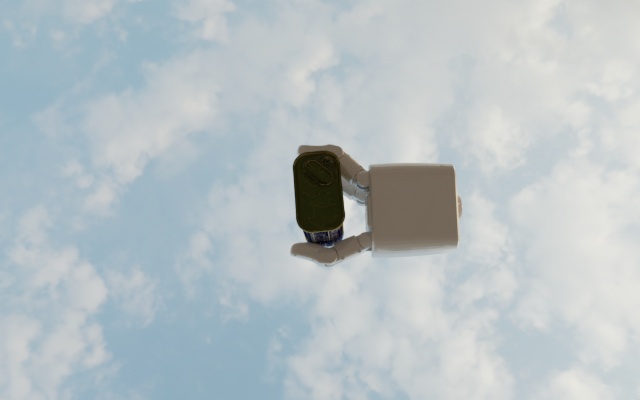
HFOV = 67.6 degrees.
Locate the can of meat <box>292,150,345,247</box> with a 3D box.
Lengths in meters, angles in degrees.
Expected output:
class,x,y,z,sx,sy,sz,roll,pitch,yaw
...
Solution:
class,x,y,z,sx,sy,sz,roll,pitch,yaw
can of meat,0.000,0.002,0.597,0.057,0.102,0.084,-6,-20,2
